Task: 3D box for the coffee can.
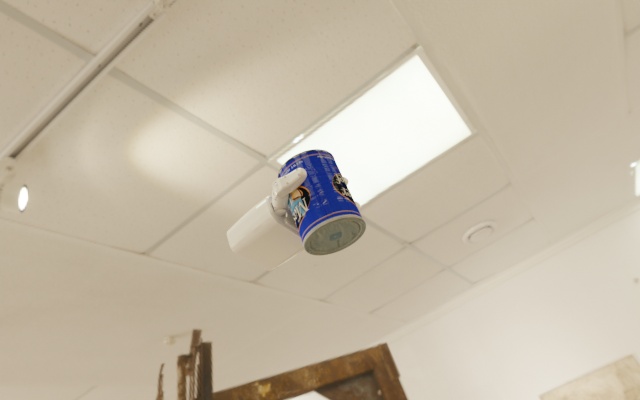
[{"bbox_3d":[0.000,0.003,0.771,0.103,0.140,0.103,-16,-32,-11],"label":"coffee can"}]
